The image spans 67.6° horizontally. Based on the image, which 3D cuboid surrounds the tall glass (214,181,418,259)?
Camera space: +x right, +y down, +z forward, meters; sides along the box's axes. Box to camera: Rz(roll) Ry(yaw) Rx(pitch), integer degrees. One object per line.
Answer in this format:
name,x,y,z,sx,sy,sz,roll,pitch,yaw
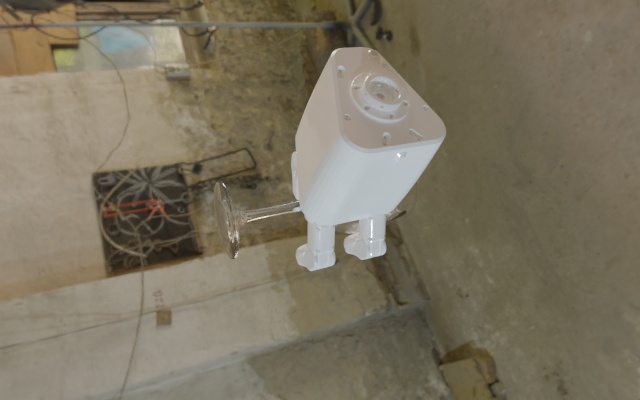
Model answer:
tall glass,-0.001,0.002,0.485,0.201,0.079,0.079,-11,4,-24
